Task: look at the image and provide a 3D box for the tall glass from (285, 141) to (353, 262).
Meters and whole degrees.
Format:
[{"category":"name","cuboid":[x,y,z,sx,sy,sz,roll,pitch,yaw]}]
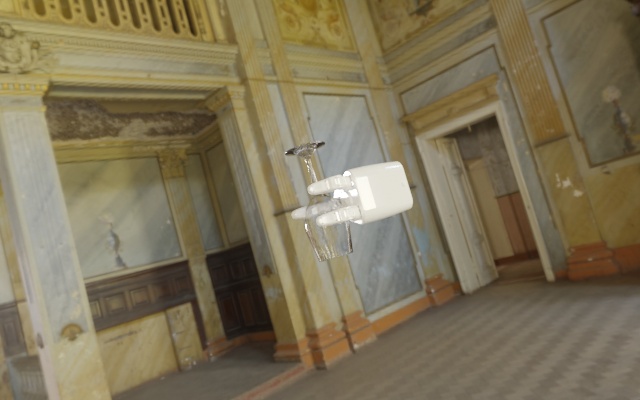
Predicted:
[{"category":"tall glass","cuboid":[0.000,0.002,0.837,0.079,0.201,0.079,-16,-5,-1]}]
